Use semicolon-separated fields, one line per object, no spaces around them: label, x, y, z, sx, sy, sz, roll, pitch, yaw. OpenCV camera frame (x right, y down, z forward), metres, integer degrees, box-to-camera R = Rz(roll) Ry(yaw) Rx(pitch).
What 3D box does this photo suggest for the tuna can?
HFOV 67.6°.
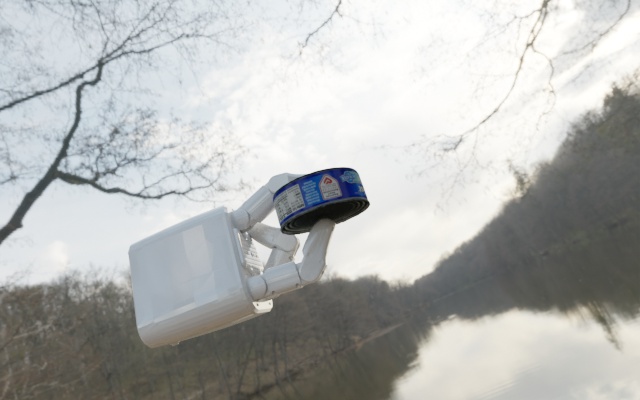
tuna can;0.000;0.001;0.441;0.086;0.033;0.086;-16;-15;-5
